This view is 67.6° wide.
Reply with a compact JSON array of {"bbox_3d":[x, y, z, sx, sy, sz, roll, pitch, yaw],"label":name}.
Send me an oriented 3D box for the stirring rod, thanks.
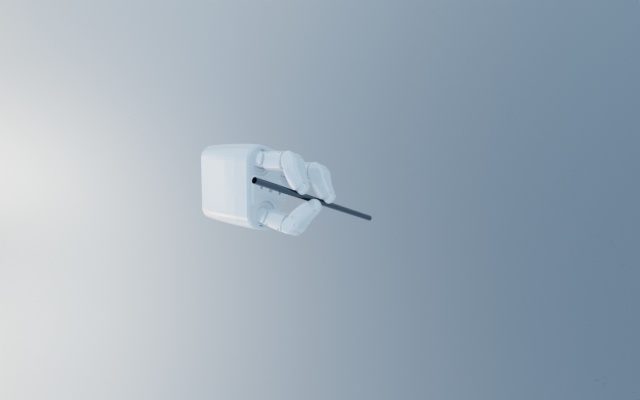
[{"bbox_3d":[0.000,0.002,0.614,0.011,0.011,0.239,0,-12,38],"label":"stirring rod"}]
